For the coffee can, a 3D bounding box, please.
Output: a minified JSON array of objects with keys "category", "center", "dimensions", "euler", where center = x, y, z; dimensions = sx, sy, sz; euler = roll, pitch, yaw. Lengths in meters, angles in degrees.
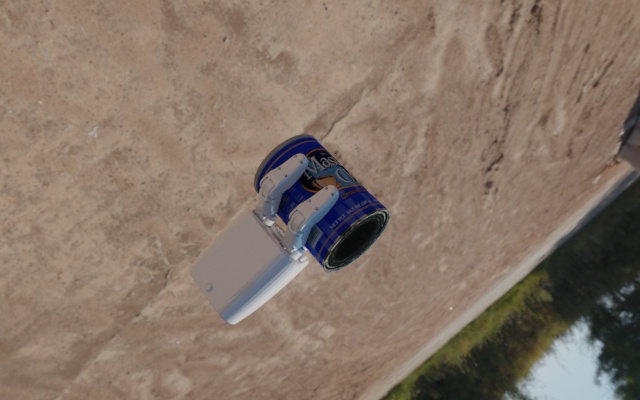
[{"category":"coffee can","center":[0.000,0.002,0.583],"dimensions":[0.140,0.103,0.103],"euler":[47,24,24]}]
